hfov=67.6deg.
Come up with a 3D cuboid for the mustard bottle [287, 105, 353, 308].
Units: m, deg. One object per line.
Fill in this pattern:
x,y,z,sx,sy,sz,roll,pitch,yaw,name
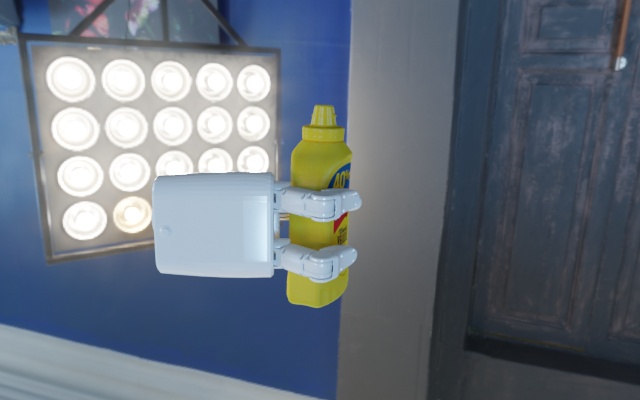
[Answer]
0.000,0.002,0.480,0.058,0.192,0.096,6,14,20,mustard bottle
